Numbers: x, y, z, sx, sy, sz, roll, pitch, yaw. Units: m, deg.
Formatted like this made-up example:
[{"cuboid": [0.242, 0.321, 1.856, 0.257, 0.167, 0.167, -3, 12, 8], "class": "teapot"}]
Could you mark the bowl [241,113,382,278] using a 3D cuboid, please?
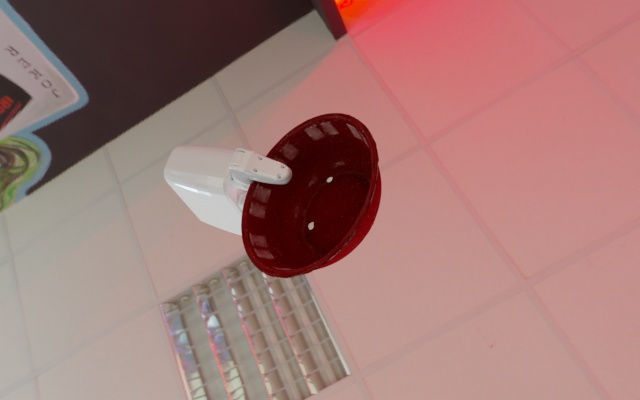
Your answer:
[{"cuboid": [0.001, 0.002, 0.446, 0.162, 0.162, 0.055, 0, -23, 44], "class": "bowl"}]
